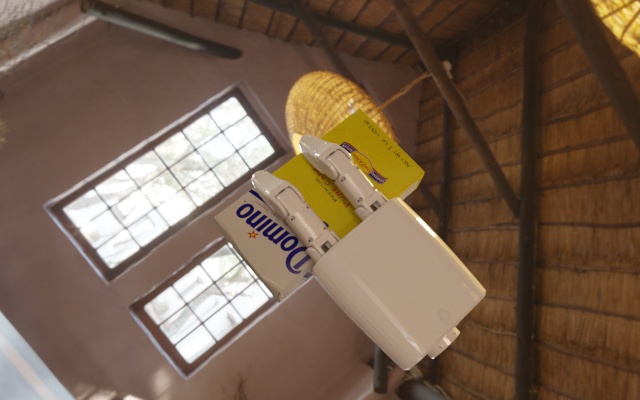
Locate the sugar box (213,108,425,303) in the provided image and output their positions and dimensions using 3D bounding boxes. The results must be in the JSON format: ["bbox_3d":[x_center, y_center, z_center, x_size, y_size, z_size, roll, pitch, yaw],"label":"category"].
[{"bbox_3d":[0.000,0.001,0.444,0.176,0.093,0.048,-39,-16,-17],"label":"sugar box"}]
